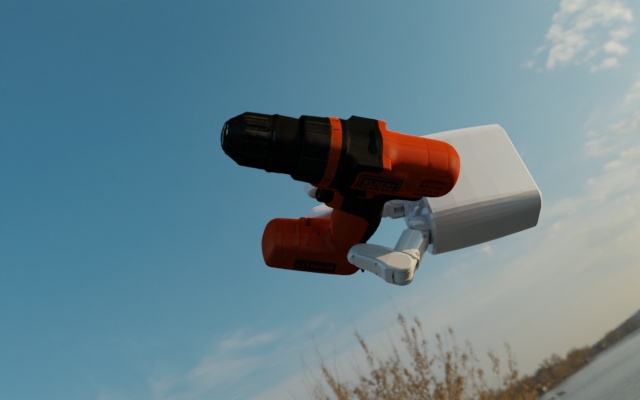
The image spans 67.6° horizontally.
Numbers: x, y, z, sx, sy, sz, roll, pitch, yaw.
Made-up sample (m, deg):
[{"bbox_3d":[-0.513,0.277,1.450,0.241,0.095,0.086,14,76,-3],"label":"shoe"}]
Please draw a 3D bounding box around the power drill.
[{"bbox_3d":[0.000,0.002,0.416,0.184,0.057,0.188,9,-32,-13],"label":"power drill"}]
